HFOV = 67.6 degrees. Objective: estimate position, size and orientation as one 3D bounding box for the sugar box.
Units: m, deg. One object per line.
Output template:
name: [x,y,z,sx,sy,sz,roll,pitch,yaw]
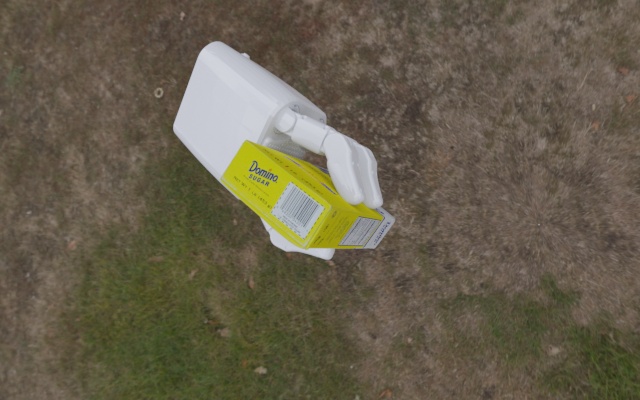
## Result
sugar box: [0.000,0.001,0.429,0.093,0.048,0.176,39,13,21]
